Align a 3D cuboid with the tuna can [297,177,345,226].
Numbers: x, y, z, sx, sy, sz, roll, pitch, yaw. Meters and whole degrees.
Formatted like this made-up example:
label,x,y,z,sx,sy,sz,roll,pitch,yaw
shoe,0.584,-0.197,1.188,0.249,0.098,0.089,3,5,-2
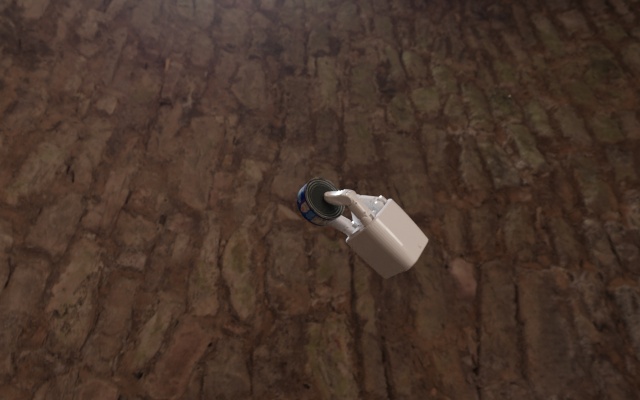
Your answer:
label,x,y,z,sx,sy,sz,roll,pitch,yaw
tuna can,0.000,0.003,0.877,0.086,0.086,0.034,0,-27,-37
